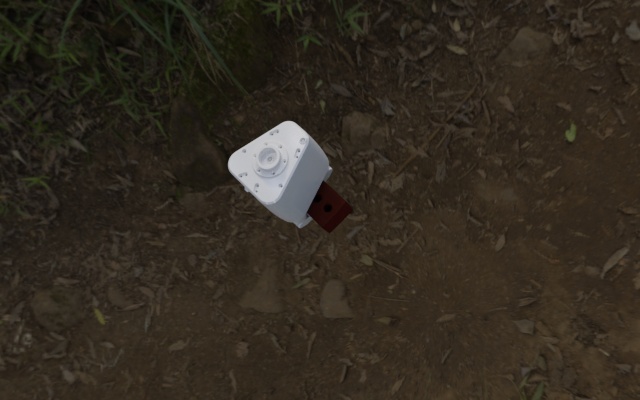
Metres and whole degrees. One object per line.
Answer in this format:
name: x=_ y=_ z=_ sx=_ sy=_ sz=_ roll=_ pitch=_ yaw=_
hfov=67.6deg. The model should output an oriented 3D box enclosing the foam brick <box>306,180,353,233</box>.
foam brick: x=0.000 y=0.002 z=0.714 sx=0.078 sy=0.053 sz=0.051 roll=43 pitch=-1 yaw=19
